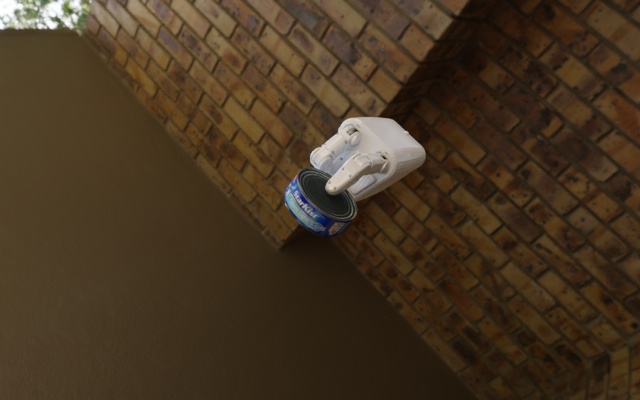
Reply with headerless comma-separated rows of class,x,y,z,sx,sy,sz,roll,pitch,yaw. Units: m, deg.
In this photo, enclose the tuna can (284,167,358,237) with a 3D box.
tuna can,0.000,0.002,0.571,0.086,0.086,0.034,0,-42,-49
